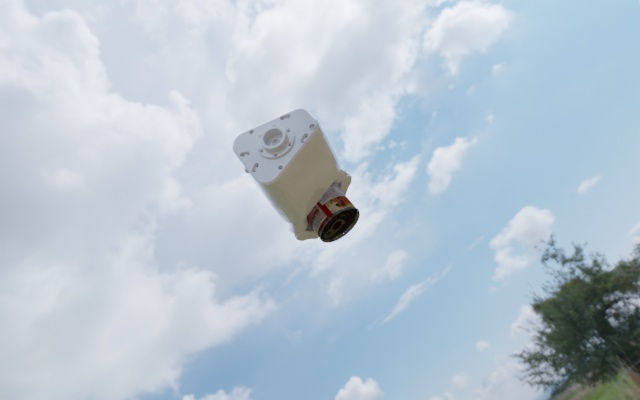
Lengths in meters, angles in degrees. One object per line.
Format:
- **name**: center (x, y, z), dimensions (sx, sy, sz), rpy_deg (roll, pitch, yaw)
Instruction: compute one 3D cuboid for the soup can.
- **soup can**: center (0.000, 0.002, 0.698), dimensions (0.068, 0.068, 0.102), rpy_deg (0, 41, -47)
